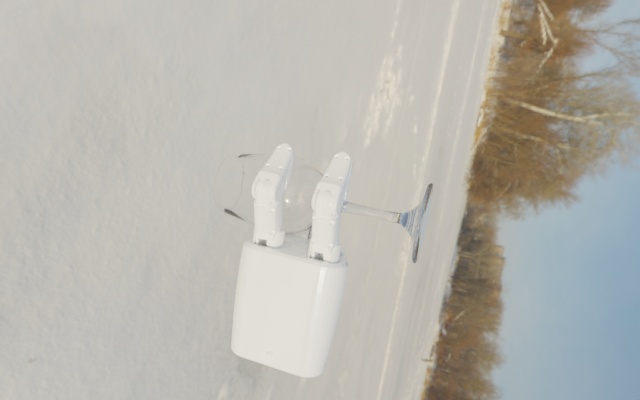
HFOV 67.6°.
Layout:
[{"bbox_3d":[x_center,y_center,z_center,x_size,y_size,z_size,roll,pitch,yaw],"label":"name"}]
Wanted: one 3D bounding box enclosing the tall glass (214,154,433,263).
[{"bbox_3d":[0.001,0.001,0.460,0.201,0.079,0.079,12,3,17],"label":"tall glass"}]
